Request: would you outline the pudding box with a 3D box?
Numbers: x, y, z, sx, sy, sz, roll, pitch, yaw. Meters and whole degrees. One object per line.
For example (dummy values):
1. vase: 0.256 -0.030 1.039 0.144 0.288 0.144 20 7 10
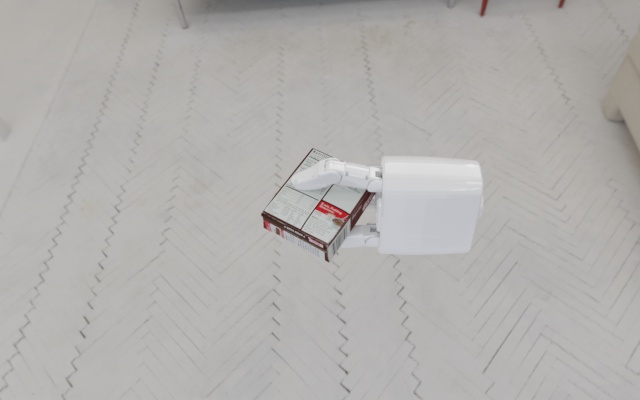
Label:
1. pudding box: 0.000 0.002 0.549 0.090 0.113 0.039 26 -32 19
